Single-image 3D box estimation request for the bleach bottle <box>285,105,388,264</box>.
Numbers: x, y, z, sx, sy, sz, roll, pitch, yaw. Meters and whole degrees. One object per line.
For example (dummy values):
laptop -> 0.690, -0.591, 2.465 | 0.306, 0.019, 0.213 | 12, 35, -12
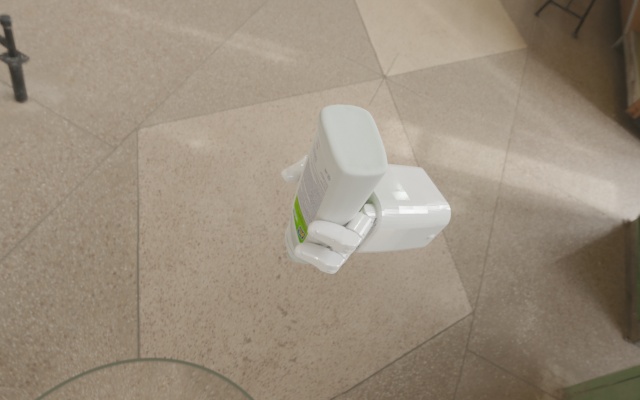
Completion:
bleach bottle -> 0.000, 0.002, 0.605 | 0.068, 0.102, 0.251 | -1, -32, -22
